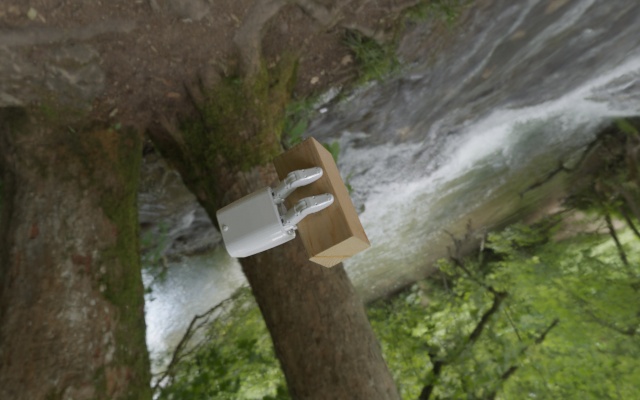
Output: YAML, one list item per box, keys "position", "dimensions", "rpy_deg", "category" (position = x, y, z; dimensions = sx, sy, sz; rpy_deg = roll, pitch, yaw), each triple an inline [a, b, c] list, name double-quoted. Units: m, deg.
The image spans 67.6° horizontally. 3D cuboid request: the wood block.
- position: [0.000, 0.003, 0.855]
  dimensions: [0.090, 0.206, 0.091]
  rpy_deg: [-29, -26, 14]
  category: "wood block"
